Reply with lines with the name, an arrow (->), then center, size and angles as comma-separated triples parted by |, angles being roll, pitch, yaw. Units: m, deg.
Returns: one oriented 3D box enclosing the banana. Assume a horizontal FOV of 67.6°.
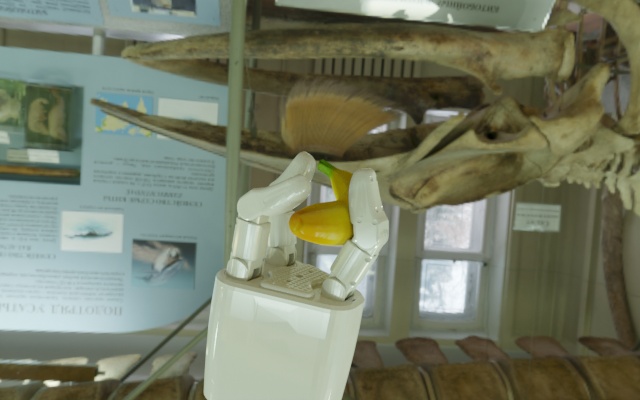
banana -> 0.018, 0.006, 0.418 | 0.069, 0.037, 0.197 | 17, 15, 1
